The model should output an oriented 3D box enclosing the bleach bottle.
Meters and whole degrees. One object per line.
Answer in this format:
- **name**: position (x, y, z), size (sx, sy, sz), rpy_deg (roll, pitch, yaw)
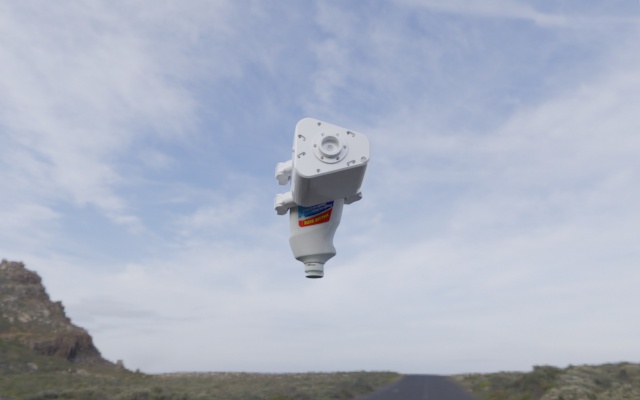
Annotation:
- **bleach bottle**: position (0.000, 0.003, 0.789), size (0.102, 0.250, 0.068), rpy_deg (2, -21, -3)
